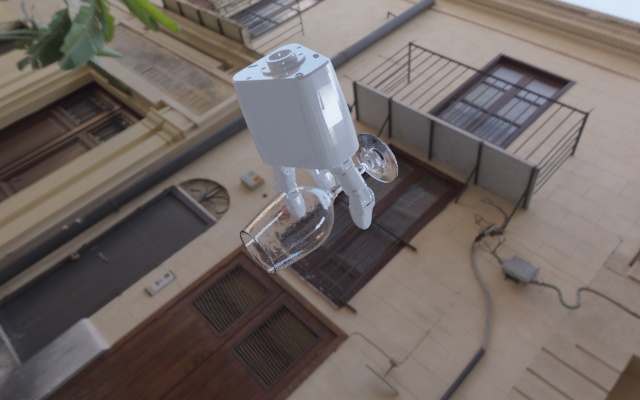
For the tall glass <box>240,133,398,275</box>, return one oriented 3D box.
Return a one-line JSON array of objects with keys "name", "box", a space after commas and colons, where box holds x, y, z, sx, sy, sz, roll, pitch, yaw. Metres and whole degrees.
[{"name": "tall glass", "box": [0.001, 0.002, 0.573, 0.201, 0.079, 0.079, -39, 18, -24]}]
